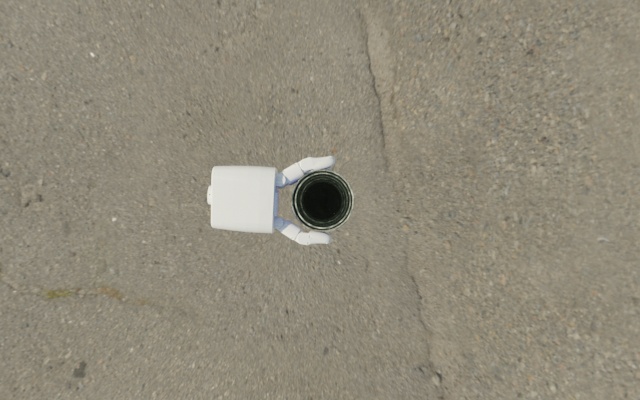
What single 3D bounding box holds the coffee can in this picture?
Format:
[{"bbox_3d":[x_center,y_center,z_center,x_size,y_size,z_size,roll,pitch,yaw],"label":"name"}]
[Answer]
[{"bbox_3d":[0.000,0.003,0.837,0.103,0.103,0.140,0,-2,-3],"label":"coffee can"}]
